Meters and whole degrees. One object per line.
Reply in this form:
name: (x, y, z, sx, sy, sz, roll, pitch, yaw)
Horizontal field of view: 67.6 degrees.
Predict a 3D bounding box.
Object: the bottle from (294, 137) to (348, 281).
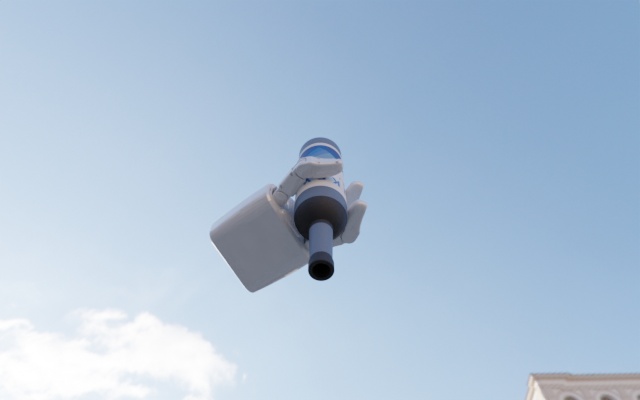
bottle: (0.000, 0.002, 0.618, 0.069, 0.069, 0.295, 0, 29, 0)
